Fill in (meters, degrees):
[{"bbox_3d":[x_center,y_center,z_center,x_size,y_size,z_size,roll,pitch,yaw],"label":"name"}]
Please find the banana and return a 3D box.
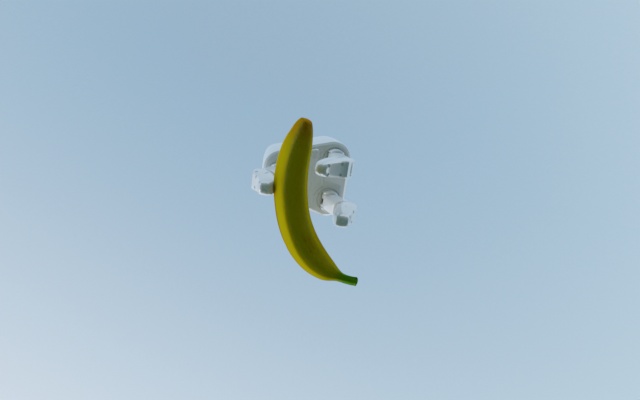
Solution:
[{"bbox_3d":[-0.017,0.010,0.530,0.069,0.198,0.037,-17,14,1],"label":"banana"}]
